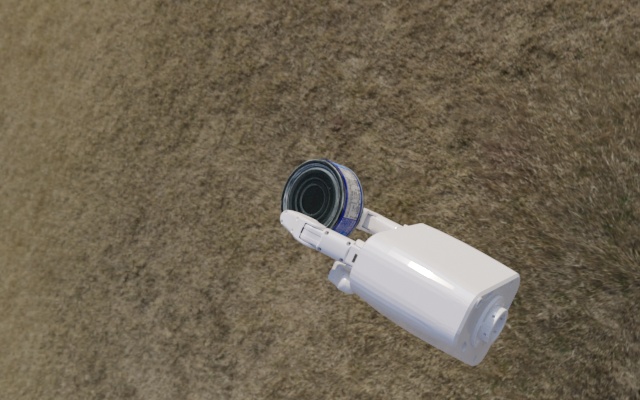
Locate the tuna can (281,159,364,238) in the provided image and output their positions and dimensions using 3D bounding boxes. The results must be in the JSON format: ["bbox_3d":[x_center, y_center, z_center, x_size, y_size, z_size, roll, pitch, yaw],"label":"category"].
[{"bbox_3d":[0.000,0.001,0.485,0.086,0.086,0.034,0,-10,40],"label":"tuna can"}]
